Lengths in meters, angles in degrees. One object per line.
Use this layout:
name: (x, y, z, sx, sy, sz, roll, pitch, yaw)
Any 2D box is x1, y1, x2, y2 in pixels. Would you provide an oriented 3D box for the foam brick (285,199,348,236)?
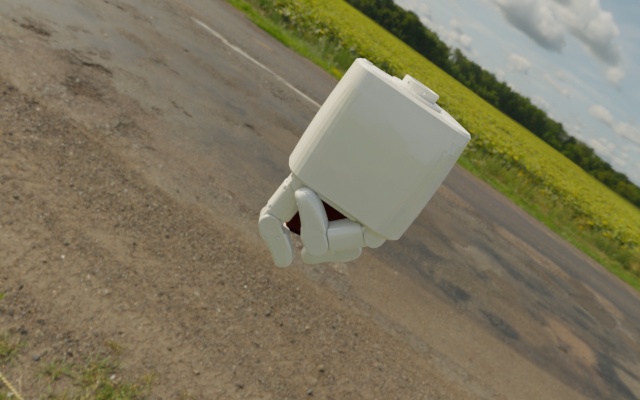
foam brick: (0.000, 0.001, 0.473, 0.053, 0.051, 0.078, 28, 21, -14)
